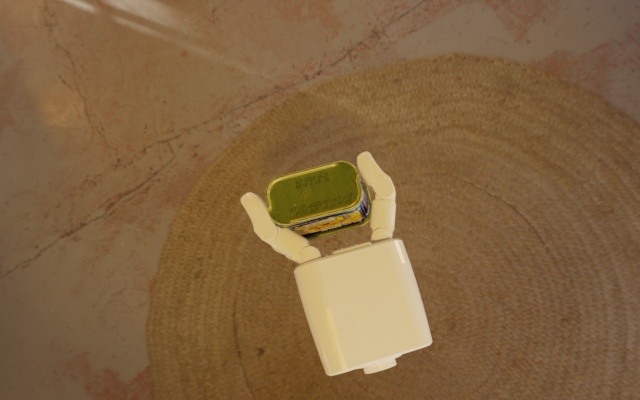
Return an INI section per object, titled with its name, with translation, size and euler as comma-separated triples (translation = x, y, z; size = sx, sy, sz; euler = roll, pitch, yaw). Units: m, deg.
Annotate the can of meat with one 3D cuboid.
[can of meat]
translation = 0.000, 0.001, 0.502
size = 0.102, 0.057, 0.084
euler = -15, -15, 7
